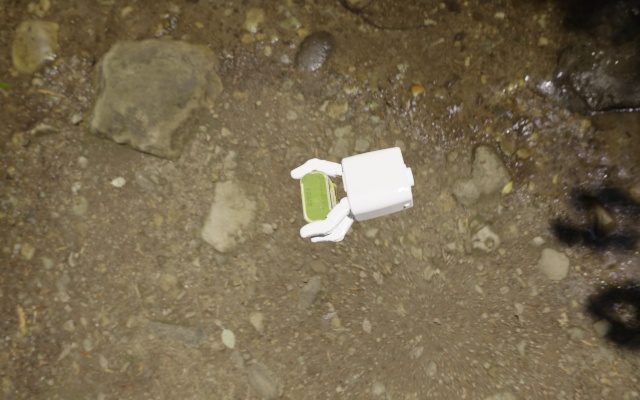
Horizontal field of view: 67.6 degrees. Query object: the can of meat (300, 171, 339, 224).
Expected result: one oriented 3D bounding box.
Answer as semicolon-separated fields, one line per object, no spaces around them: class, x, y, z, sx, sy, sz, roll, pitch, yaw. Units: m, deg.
can of meat;0.000;0.003;0.884;0.057;0.102;0.084;-10;-16;9
